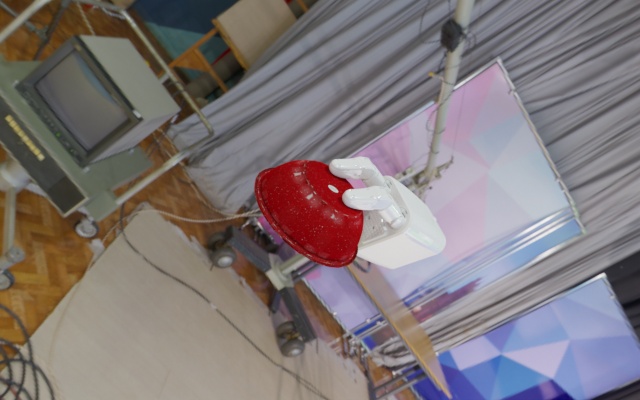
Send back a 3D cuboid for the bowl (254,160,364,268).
[{"bbox_3d":[-0.001,0.002,0.587,0.055,0.162,0.162,-47,-26,27],"label":"bowl"}]
